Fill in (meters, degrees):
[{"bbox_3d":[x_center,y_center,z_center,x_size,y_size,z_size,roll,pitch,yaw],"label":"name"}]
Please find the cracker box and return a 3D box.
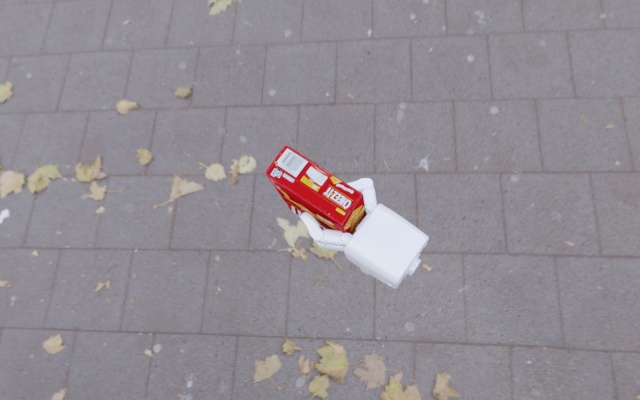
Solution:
[{"bbox_3d":[0.000,0.003,0.879,0.164,0.072,0.214,33,-10,15],"label":"cracker box"}]
